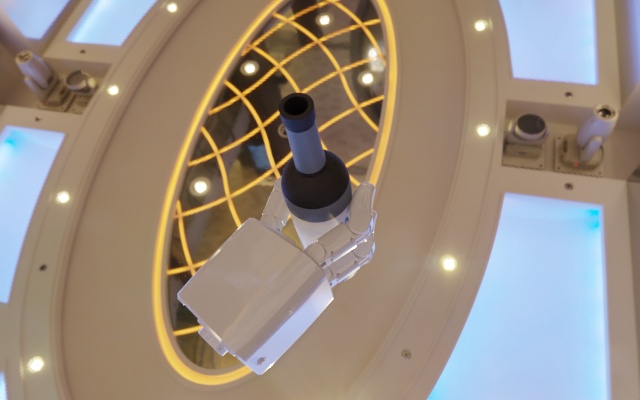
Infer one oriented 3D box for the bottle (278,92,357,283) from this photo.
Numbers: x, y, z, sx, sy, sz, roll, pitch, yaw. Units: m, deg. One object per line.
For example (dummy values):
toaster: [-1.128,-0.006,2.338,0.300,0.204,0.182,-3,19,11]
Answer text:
bottle: [0.000,0.002,0.486,0.069,0.069,0.296,0,-30,8]
